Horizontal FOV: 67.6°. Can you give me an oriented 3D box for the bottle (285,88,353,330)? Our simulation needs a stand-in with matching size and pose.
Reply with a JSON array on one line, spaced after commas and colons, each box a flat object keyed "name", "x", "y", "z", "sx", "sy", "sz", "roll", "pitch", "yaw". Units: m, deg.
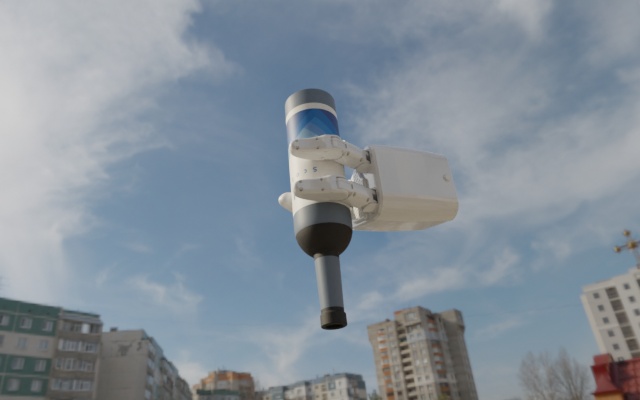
[{"name": "bottle", "x": 0.000, "y": 0.002, "z": 0.561, "sx": 0.069, "sy": 0.295, "sz": 0.069, "roll": -5, "pitch": -29, "yaw": -3}]
